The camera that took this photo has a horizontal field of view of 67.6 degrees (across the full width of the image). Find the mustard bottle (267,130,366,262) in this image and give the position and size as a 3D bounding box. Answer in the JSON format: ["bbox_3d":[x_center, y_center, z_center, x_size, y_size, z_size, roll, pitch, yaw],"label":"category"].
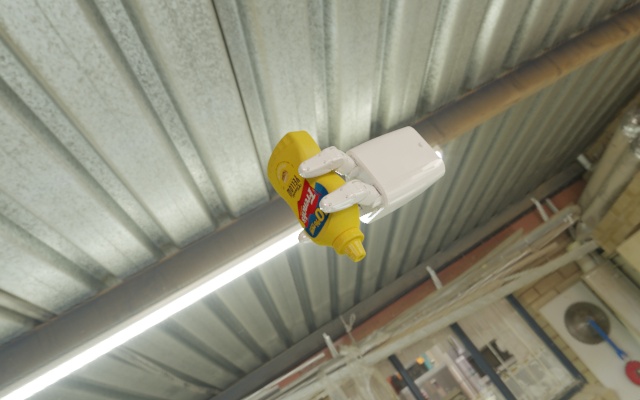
[{"bbox_3d":[0.000,0.002,0.637,0.058,0.191,0.096,-12,-35,-40],"label":"mustard bottle"}]
